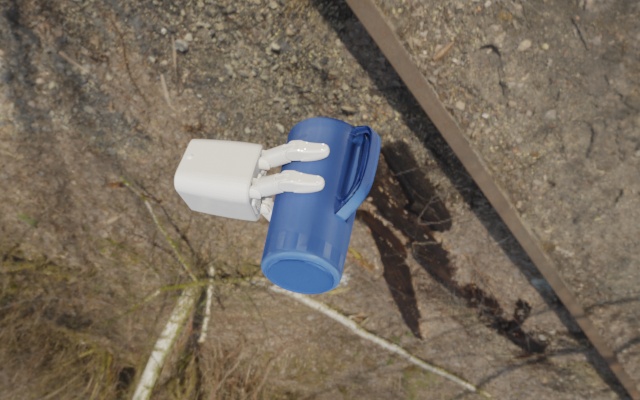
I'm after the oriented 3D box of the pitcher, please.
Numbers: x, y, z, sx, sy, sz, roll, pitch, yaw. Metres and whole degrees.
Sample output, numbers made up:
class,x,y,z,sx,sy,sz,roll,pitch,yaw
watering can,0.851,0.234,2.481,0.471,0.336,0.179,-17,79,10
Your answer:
class,x,y,z,sx,sy,sz,roll,pitch,yaw
pitcher,0.000,0.002,0.684,0.145,0.242,0.149,9,-37,4
